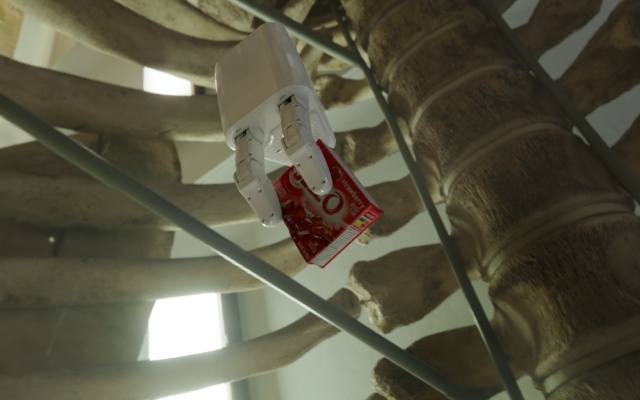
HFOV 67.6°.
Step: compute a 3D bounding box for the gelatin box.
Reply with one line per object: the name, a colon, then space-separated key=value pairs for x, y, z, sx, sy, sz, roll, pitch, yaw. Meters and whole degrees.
gelatin box: x=0.000 y=0.002 z=0.414 sx=0.073 sy=0.089 sz=0.030 roll=-43 pitch=-34 yaw=13
